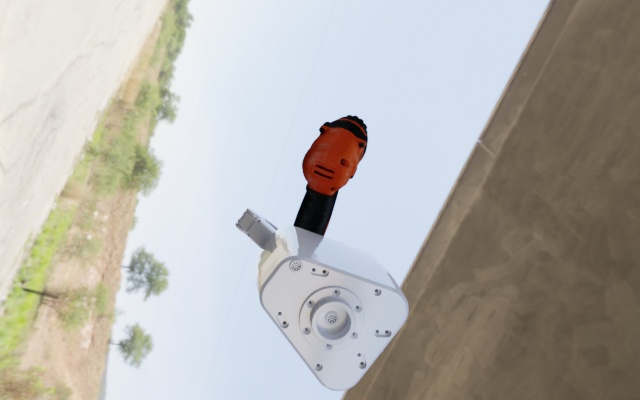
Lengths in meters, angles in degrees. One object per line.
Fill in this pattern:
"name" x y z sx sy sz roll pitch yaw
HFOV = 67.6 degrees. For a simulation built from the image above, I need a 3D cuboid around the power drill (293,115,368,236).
"power drill" 0.000 0.002 0.525 0.057 0.188 0.184 20 23 6
